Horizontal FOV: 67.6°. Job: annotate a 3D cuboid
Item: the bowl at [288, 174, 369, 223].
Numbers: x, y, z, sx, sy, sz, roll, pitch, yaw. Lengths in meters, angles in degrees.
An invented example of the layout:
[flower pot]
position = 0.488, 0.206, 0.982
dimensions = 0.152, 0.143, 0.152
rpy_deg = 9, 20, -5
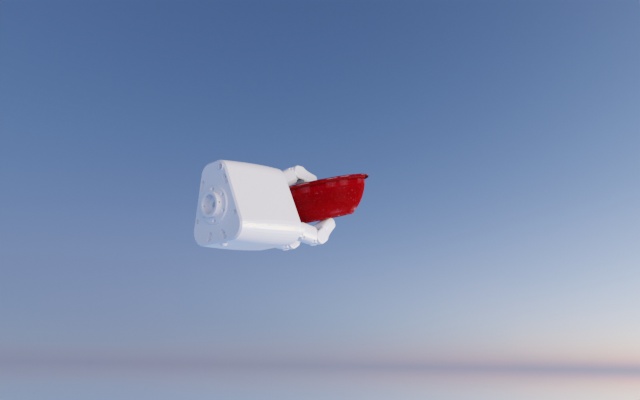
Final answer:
[bowl]
position = 0.001, 0.003, 0.737
dimensions = 0.162, 0.055, 0.162
rpy_deg = -12, -3, -1
